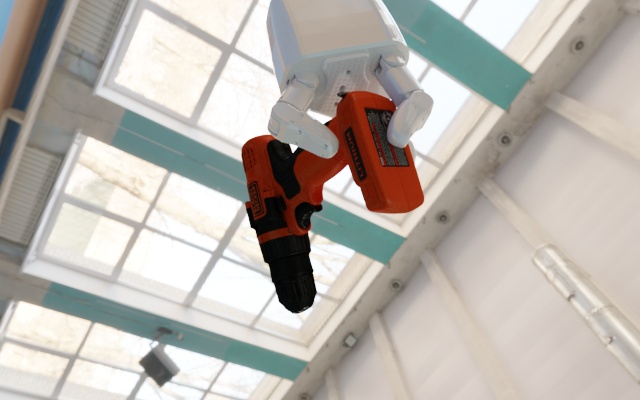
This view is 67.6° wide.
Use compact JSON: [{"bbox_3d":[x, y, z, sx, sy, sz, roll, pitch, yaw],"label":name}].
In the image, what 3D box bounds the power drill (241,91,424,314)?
[{"bbox_3d":[0.000,0.001,0.434,0.057,0.184,0.188,-7,-14,-44],"label":"power drill"}]
